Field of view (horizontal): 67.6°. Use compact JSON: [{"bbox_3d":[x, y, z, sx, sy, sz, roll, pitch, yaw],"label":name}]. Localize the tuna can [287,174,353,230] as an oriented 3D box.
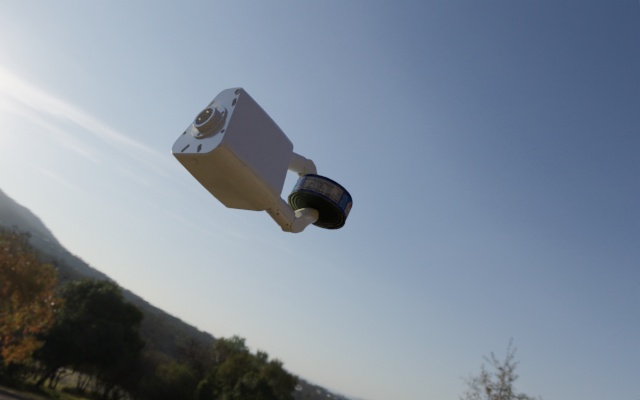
[{"bbox_3d":[0.000,0.002,0.654,0.086,0.033,0.086,20,-29,11],"label":"tuna can"}]
